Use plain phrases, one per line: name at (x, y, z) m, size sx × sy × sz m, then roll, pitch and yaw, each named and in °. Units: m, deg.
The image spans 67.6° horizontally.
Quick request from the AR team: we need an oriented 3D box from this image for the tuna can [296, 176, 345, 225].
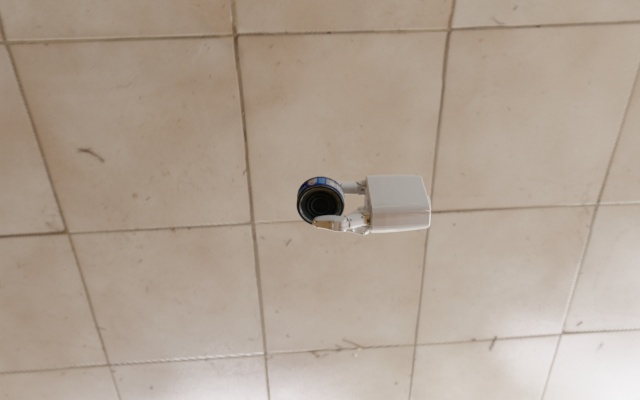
tuna can at (0.000, 0.003, 0.844) m, size 0.086 × 0.086 × 0.033 m, roll 0°, pitch 29°, yaw 1°
